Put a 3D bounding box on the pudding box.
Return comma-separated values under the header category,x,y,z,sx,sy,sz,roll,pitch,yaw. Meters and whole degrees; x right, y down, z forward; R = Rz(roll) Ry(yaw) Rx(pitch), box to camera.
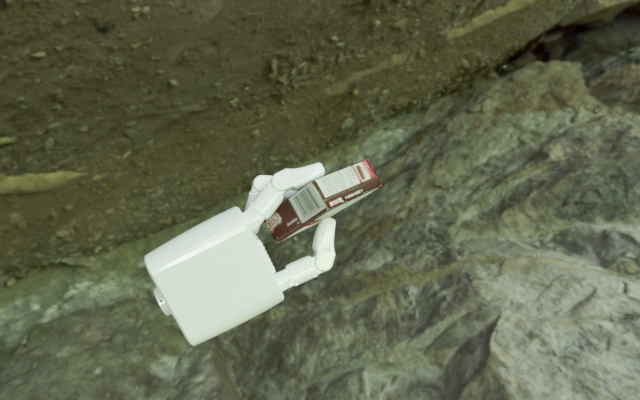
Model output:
category,x,y,z,sx,sy,sz,roll,pitch,yaw
pudding box,0.000,0.002,0.539,0.090,0.039,0.113,-25,-5,-40
